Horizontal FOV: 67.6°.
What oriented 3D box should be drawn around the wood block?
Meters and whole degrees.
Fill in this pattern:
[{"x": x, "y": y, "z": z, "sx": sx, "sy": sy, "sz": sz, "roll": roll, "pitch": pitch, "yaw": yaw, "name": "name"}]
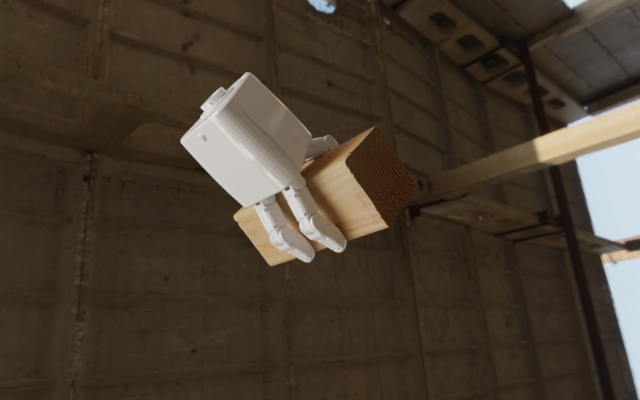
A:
[{"x": 0.000, "y": 0.001, "z": 0.593, "sx": 0.206, "sy": 0.090, "sz": 0.090, "roll": -23, "pitch": 18, "yaw": 43, "name": "wood block"}]
